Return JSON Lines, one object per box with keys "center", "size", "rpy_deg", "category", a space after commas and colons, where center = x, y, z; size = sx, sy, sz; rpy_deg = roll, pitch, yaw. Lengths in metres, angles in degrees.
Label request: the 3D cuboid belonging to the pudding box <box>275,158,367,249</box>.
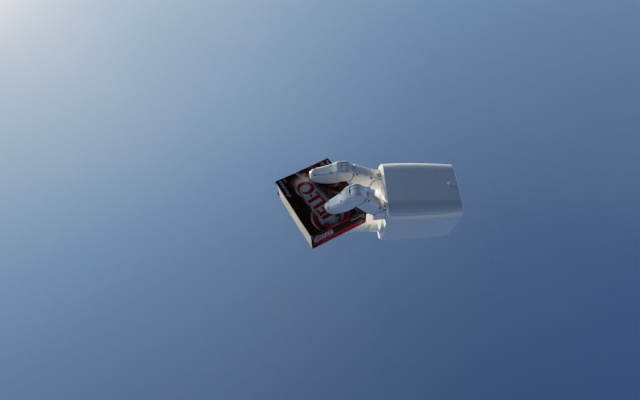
{"center": [0.000, 0.002, 0.684], "size": [0.090, 0.113, 0.039], "rpy_deg": [-25, -35, -17], "category": "pudding box"}
